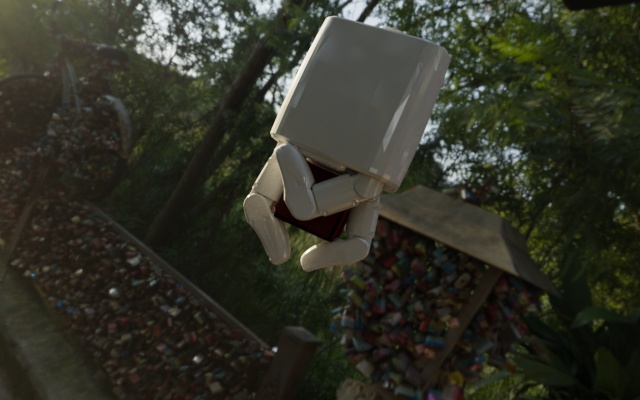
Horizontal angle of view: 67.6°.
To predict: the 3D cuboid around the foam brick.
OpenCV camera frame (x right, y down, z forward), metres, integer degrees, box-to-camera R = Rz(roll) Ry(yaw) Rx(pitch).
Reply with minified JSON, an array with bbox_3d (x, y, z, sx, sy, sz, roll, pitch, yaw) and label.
[{"bbox_3d":[0.000,0.001,0.410,0.053,0.051,0.078,24,0,7],"label":"foam brick"}]
